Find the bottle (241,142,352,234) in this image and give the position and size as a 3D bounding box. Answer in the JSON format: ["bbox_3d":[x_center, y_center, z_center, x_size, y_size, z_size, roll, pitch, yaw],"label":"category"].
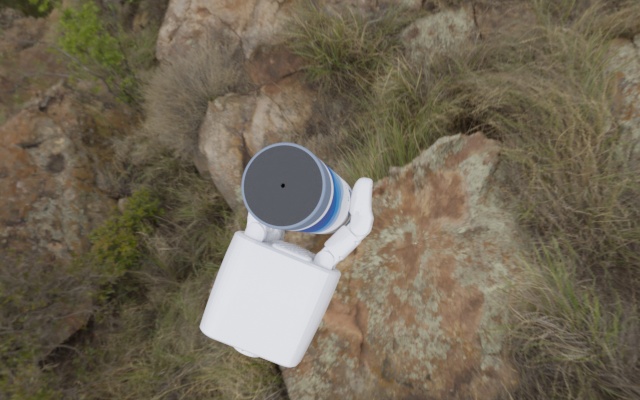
[{"bbox_3d":[0.000,0.002,0.503,0.069,0.069,0.296,0,-5,11],"label":"bottle"}]
